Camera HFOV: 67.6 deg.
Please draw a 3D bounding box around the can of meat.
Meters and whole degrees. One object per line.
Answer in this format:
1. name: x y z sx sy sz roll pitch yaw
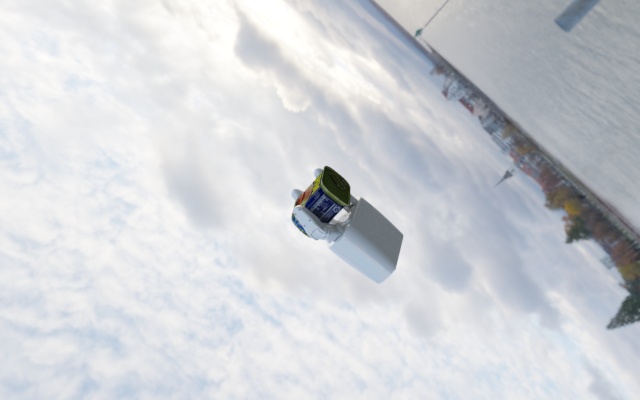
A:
1. can of meat: 0.000 0.003 0.770 0.057 0.084 0.102 38 21 -12
